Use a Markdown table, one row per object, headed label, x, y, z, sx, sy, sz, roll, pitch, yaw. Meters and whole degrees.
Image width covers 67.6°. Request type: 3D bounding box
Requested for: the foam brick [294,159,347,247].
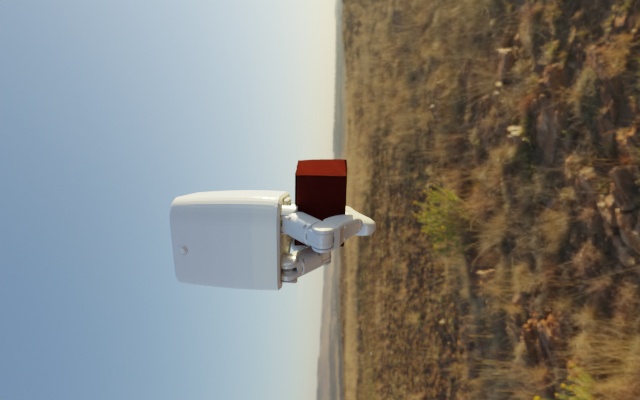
| label | x | y | z | sx | sy | sz | roll | pitch | yaw |
| --- | --- | --- | --- | --- | --- | --- | --- | --- | --- |
| foam brick | 0.000 | 0.001 | 0.487 | 0.051 | 0.078 | 0.053 | 2 | 22 | 1 |
